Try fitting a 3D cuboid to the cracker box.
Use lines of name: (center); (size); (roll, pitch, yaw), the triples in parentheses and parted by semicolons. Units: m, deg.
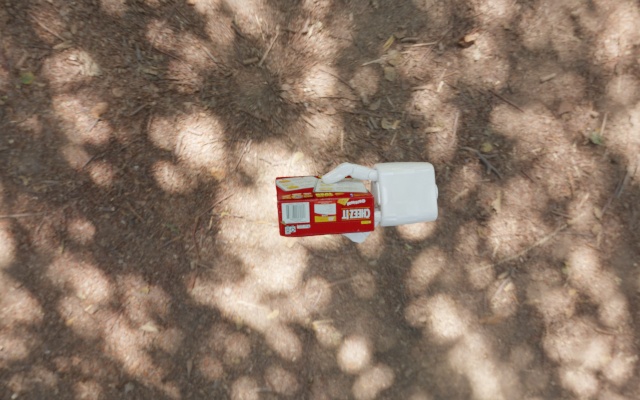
cracker box: (0.000, 0.003, 0.889); (0.164, 0.072, 0.213); (-3, 14, -5)
